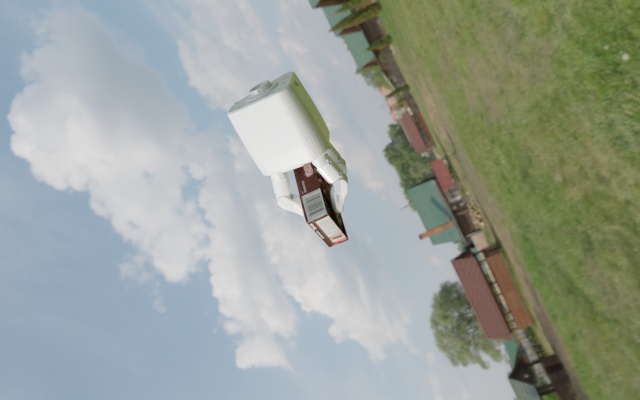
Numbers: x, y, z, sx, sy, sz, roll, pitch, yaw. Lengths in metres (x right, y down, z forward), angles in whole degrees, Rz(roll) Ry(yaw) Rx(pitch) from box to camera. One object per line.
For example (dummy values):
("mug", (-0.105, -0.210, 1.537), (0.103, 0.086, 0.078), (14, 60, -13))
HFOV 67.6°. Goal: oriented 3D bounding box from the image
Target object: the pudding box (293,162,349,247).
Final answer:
("pudding box", (0.000, 0.002, 0.729), (0.039, 0.113, 0.090), (-22, -36, 13))
